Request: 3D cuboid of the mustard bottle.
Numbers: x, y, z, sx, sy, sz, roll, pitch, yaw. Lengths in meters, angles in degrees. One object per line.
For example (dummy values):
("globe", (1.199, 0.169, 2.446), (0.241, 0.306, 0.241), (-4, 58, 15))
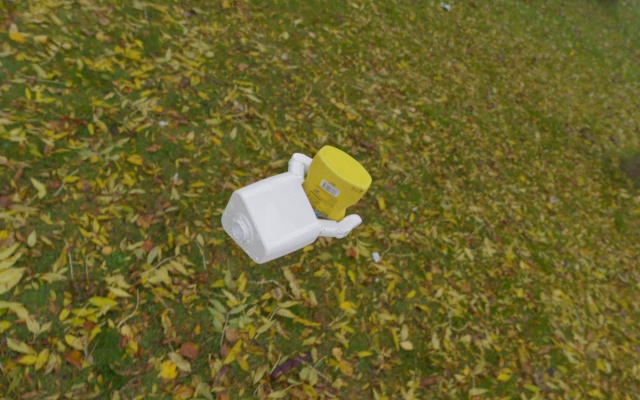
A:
("mustard bottle", (0.000, 0.002, 0.796), (0.096, 0.192, 0.058), (35, 44, 0))
